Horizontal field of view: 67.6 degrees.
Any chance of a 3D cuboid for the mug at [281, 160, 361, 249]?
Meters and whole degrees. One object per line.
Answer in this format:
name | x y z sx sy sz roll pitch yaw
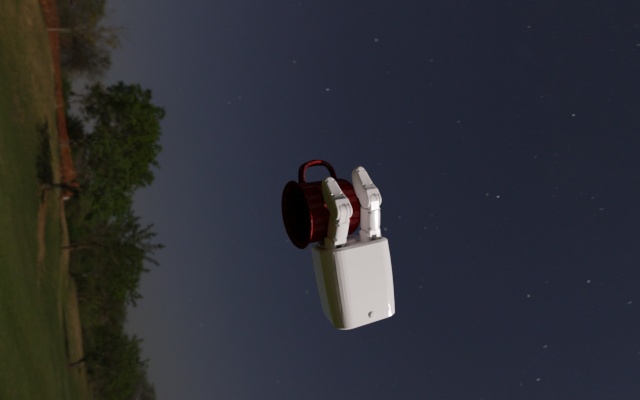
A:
mug | 0.000 0.001 0.657 0.081 0.117 0.093 -9 3 -27
